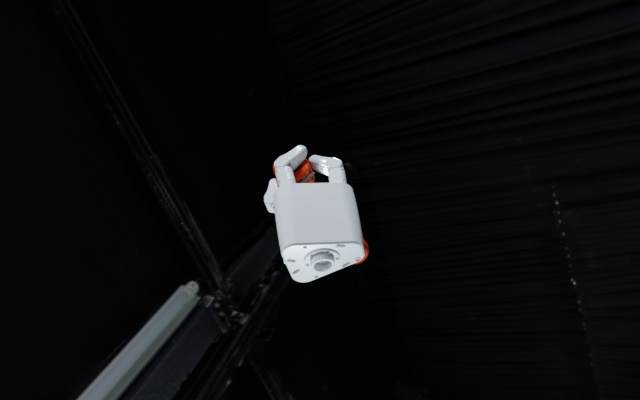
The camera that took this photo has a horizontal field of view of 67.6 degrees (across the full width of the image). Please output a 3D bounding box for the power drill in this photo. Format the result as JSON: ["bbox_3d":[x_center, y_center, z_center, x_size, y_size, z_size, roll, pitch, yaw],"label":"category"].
[{"bbox_3d":[0.000,0.002,0.799,0.057,0.188,0.184,-39,27,3],"label":"power drill"}]
